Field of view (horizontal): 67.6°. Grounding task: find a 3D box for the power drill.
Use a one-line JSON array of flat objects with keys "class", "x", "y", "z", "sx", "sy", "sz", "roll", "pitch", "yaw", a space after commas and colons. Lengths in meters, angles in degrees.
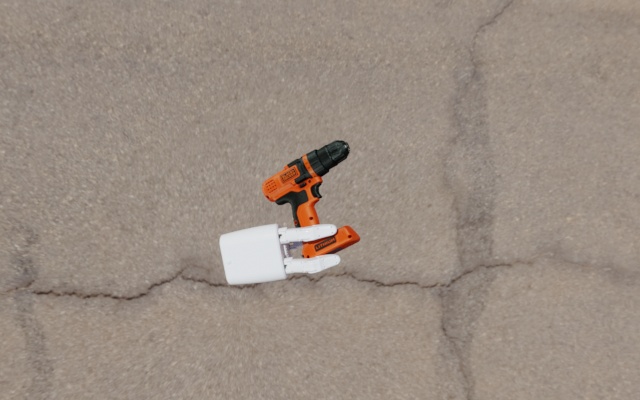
[{"class": "power drill", "x": 0.000, "y": 0.003, "z": 0.865, "sx": 0.184, "sy": 0.187, "sz": 0.057, "roll": -30, "pitch": -19, "yaw": 17}]
